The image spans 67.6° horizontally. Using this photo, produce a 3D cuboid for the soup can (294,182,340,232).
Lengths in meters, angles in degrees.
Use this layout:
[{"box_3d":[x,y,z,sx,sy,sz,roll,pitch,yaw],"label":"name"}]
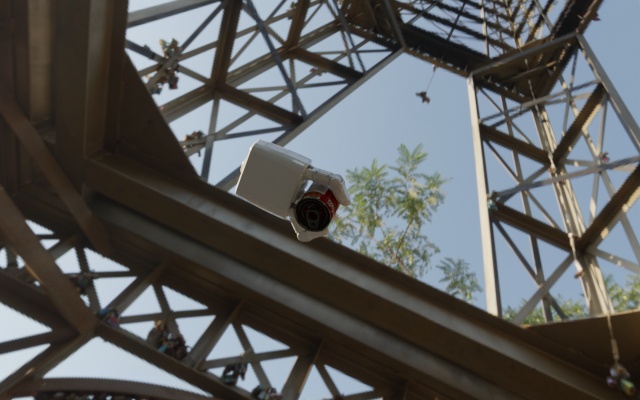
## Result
[{"box_3d":[0.001,0.003,0.867,0.068,0.068,0.102,0,27,20],"label":"soup can"}]
